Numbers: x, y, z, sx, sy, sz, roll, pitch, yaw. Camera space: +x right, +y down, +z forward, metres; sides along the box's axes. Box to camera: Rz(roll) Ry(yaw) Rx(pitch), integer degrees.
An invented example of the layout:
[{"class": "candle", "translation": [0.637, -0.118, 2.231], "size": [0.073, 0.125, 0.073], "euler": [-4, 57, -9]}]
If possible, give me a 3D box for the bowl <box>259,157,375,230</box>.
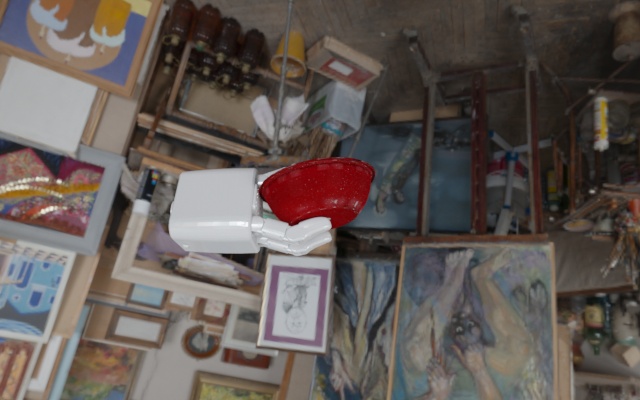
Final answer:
[{"class": "bowl", "translation": [0.001, 0.002, 0.644], "size": [0.162, 0.055, 0.162], "euler": [-10, -21, -4]}]
